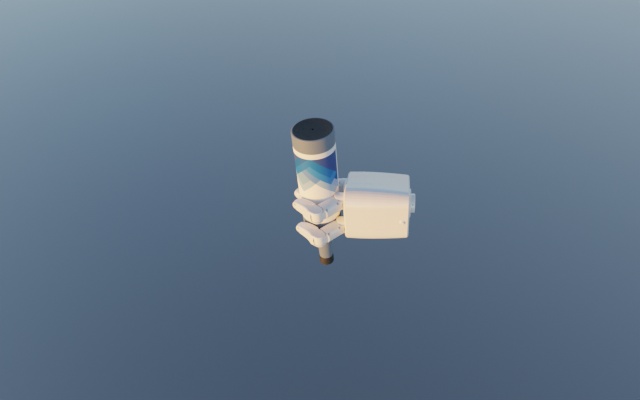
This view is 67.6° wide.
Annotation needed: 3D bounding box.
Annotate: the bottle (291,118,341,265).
[{"bbox_3d":[0.000,0.002,0.815,0.069,0.296,0.069,-4,41,3],"label":"bottle"}]
